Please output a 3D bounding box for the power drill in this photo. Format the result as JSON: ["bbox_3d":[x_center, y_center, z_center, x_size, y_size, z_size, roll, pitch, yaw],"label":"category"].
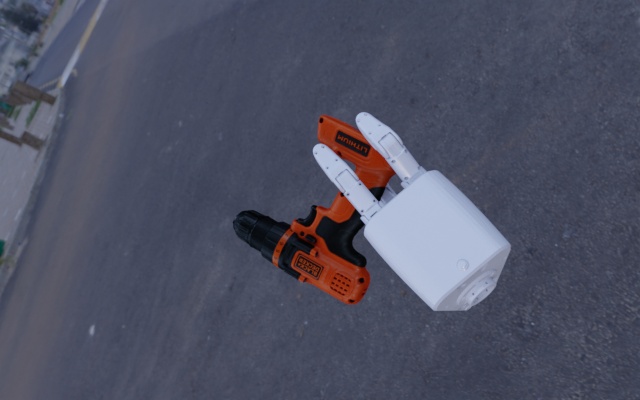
[{"bbox_3d":[0.000,0.002,0.551,0.184,0.188,0.057,27,13,17],"label":"power drill"}]
